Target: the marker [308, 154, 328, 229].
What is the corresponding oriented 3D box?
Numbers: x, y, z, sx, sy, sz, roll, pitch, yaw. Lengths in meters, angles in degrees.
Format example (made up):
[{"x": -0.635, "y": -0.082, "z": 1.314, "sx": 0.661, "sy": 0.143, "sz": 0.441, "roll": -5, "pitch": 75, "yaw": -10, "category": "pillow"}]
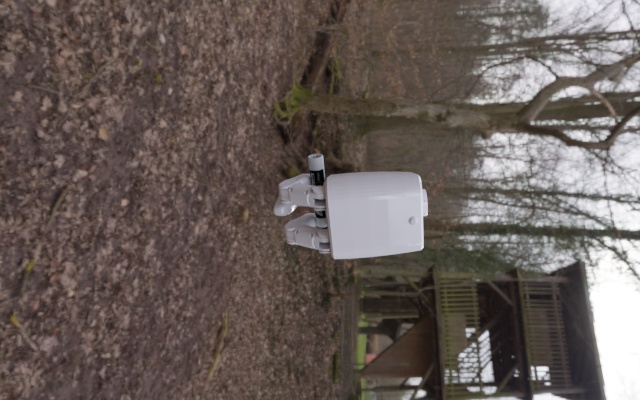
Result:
[{"x": 0.000, "y": 0.002, "z": 0.595, "sx": 0.020, "sy": 0.121, "sz": 0.020, "roll": -5, "pitch": 23, "yaw": 2, "category": "marker"}]
